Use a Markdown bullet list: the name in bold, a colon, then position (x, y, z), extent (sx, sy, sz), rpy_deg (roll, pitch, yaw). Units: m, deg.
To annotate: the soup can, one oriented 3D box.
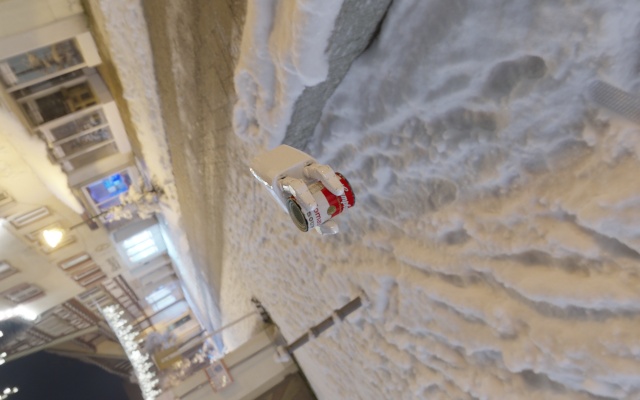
- **soup can**: position (0.000, 0.003, 0.823), extent (0.102, 0.068, 0.068), rpy_deg (-28, 11, -21)
